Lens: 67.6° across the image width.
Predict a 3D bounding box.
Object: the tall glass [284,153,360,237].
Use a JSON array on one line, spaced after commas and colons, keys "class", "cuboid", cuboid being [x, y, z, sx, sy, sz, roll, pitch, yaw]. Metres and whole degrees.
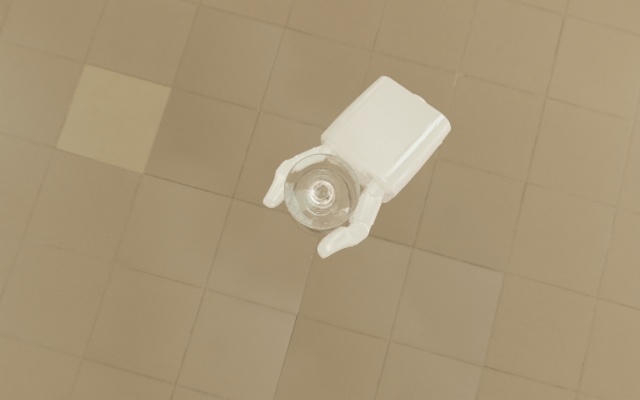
[{"class": "tall glass", "cuboid": [0.000, 0.002, 0.559, 0.079, 0.079, 0.201, 0, -7, -1]}]
